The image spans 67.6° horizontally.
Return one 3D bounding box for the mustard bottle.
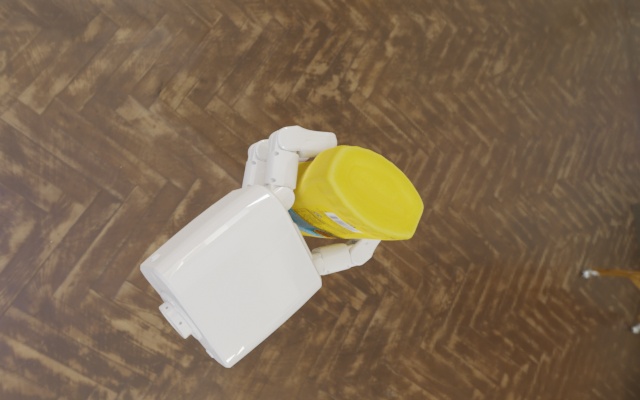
[{"bbox_3d":[0.000,0.001,0.449,0.096,0.058,0.191,32,-19,-23],"label":"mustard bottle"}]
